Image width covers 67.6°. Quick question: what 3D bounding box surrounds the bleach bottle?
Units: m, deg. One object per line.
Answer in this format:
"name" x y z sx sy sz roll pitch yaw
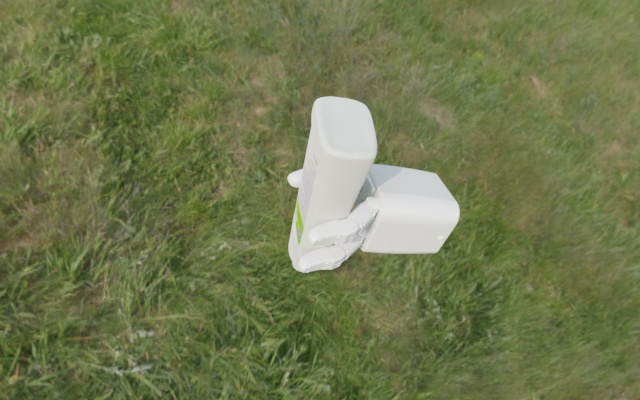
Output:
"bleach bottle" 0.000 0.002 0.594 0.068 0.102 0.251 5 -42 -13
